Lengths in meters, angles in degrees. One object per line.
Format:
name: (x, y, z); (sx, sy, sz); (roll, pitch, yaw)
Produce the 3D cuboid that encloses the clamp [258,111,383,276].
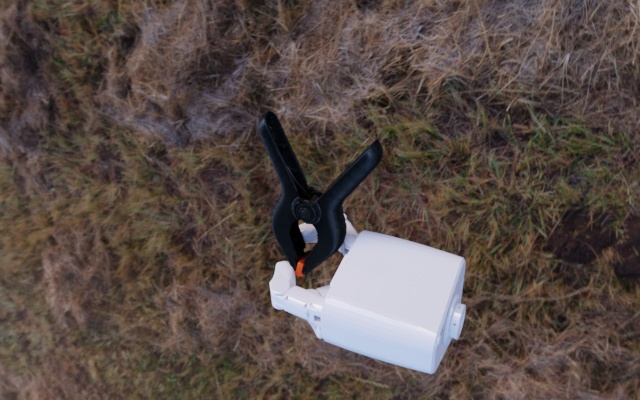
clamp: (0.000, 0.002, 0.465); (0.120, 0.172, 0.039); (13, 33, 26)
